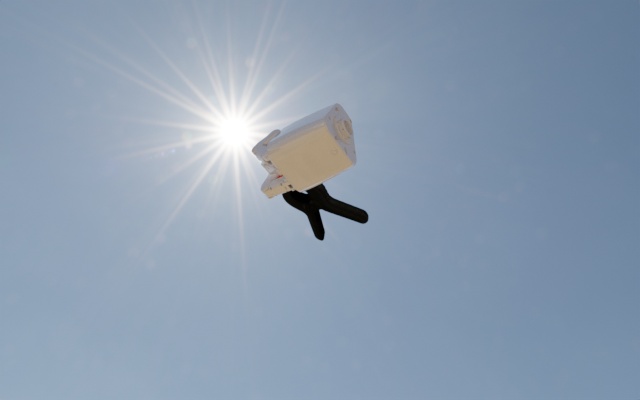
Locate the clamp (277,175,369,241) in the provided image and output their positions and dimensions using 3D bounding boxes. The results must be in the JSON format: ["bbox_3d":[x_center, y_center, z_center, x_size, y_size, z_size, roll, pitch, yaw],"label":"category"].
[{"bbox_3d":[0.000,0.002,0.823,0.120,0.039,0.171,-21,-51,28],"label":"clamp"}]
